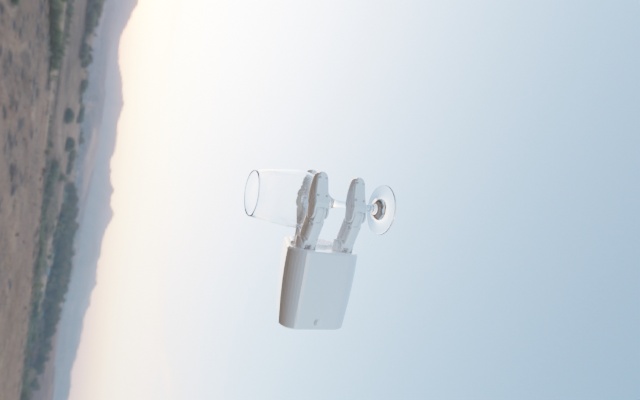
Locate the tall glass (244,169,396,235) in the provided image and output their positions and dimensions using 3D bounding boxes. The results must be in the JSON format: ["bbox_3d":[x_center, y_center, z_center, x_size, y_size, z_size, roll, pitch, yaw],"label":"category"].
[{"bbox_3d":[0.001,0.002,0.656,0.201,0.079,0.079,8,-3,-25],"label":"tall glass"}]
